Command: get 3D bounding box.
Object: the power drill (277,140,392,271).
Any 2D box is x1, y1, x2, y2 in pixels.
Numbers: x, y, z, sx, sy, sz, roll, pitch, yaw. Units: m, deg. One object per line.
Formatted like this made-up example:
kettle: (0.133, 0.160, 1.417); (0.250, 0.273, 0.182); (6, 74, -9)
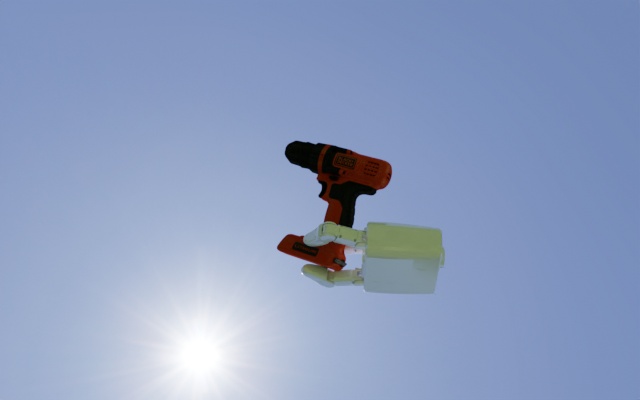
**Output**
power drill: (0.000, 0.003, 0.743); (0.184, 0.187, 0.057); (16, -8, 26)
